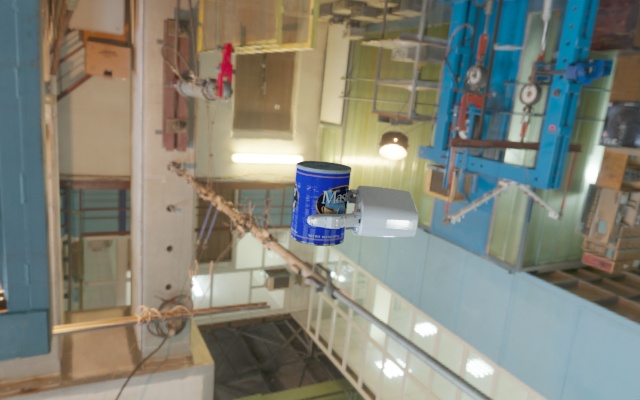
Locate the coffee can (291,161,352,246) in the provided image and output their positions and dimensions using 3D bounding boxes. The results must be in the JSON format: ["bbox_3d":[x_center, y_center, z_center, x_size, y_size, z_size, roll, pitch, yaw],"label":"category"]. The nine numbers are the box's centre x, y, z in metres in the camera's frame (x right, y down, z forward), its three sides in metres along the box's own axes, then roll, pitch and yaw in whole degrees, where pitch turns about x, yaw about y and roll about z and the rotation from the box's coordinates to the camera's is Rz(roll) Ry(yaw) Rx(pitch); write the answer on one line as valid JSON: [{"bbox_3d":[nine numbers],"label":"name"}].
[{"bbox_3d":[0.000,0.003,0.893,0.103,0.140,0.102,5,13,-1],"label":"coffee can"}]
